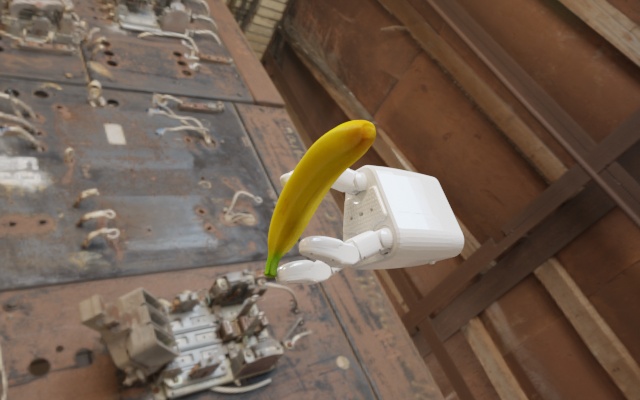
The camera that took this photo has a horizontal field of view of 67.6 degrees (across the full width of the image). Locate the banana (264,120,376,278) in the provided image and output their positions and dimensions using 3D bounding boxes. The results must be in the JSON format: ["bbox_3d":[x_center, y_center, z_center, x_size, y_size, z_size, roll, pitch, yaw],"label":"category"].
[{"bbox_3d":[-0.005,-0.010,0.441,0.037,0.069,0.198,10,-47,-26],"label":"banana"}]
